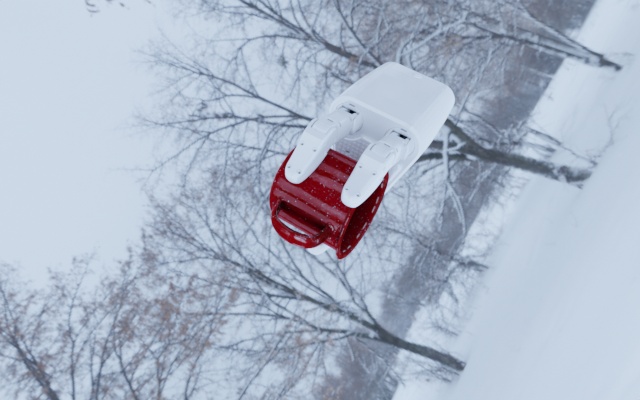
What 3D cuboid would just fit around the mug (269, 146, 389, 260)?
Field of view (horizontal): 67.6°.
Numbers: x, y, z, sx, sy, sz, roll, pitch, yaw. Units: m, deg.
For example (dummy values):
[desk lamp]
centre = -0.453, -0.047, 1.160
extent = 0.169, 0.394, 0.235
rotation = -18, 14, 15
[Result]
[mug]
centre = -0.001, 0.002, 0.439
extent = 0.081, 0.093, 0.117
rotation = 28, 45, 17
